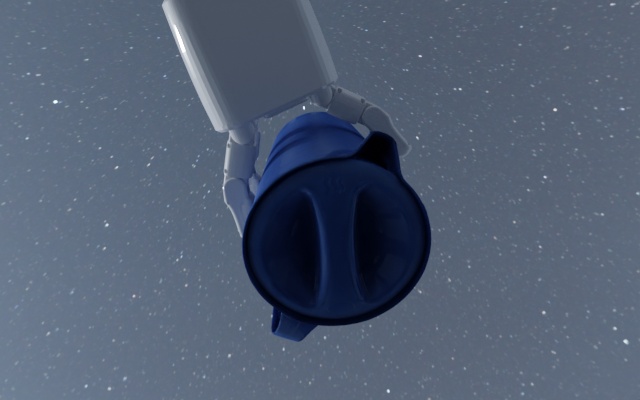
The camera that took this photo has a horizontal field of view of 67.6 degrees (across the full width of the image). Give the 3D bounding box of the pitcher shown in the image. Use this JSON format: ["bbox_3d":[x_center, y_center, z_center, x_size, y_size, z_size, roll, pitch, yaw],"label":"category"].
[{"bbox_3d":[0.000,0.001,0.443,0.149,0.145,0.242,-23,20,5],"label":"pitcher"}]
